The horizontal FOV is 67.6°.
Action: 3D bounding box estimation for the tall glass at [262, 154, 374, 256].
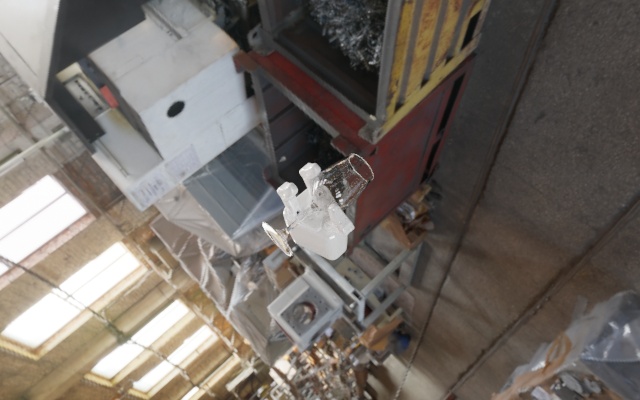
[{"bbox_3d":[0.000,0.003,0.820,0.201,0.079,0.079,-41,14,-17],"label":"tall glass"}]
